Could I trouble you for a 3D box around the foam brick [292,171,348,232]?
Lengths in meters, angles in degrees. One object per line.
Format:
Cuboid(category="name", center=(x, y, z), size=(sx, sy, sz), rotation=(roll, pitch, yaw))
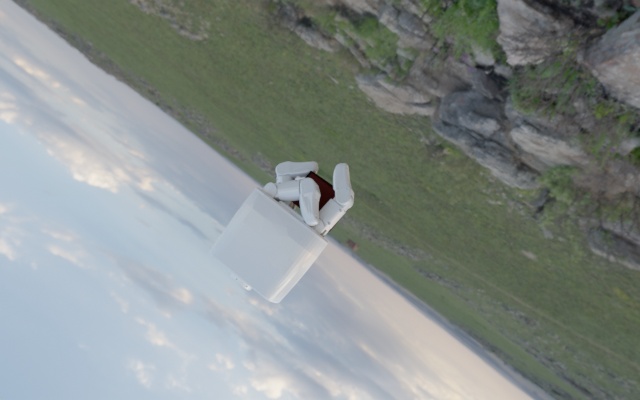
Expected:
Cuboid(category="foam brick", center=(0.000, 0.002, 0.677), size=(0.053, 0.051, 0.078), rotation=(35, -4, 23))
